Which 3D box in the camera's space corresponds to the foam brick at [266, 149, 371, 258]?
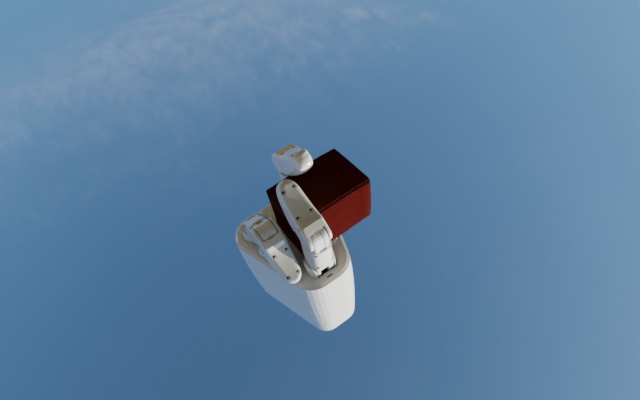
[{"bbox_3d":[0.000,0.001,0.431,0.078,0.053,0.051,-33,-36,-14],"label":"foam brick"}]
